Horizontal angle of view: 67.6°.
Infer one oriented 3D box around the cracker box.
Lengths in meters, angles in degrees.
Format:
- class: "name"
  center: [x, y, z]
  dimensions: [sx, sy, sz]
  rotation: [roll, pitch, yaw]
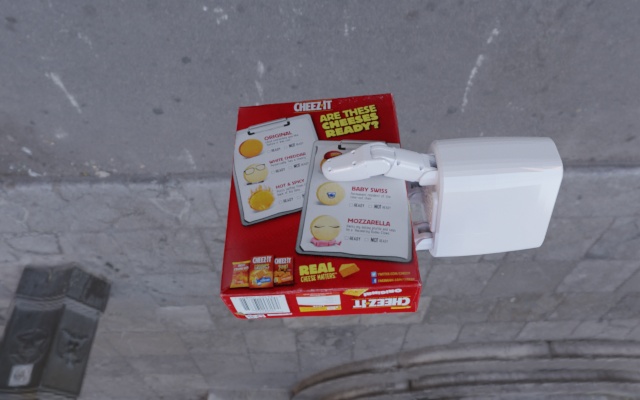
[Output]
- class: "cracker box"
  center: [0.000, 0.002, 0.460]
  dimensions: [0.164, 0.213, 0.072]
  rotation: [-4, -34, 4]
